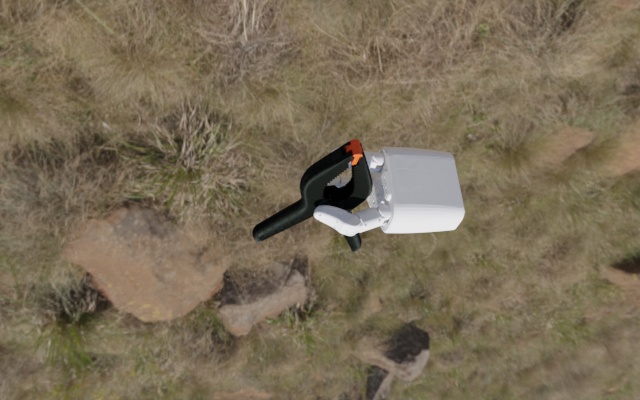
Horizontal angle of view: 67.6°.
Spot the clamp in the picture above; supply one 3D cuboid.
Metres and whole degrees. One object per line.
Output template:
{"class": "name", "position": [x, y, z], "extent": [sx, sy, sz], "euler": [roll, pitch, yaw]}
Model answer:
{"class": "clamp", "position": [0.001, 0.002, 0.634], "extent": [0.164, 0.036, 0.210], "euler": [2, -40, -14]}
